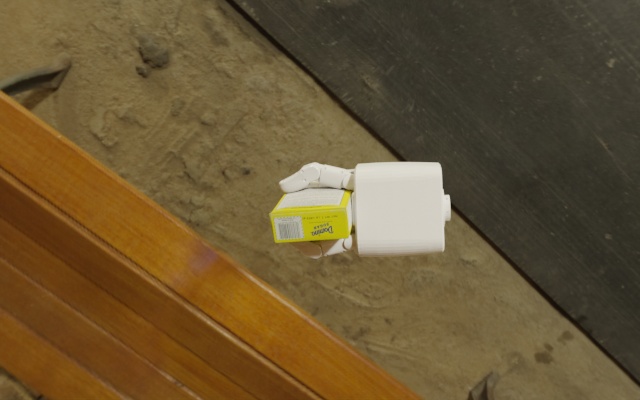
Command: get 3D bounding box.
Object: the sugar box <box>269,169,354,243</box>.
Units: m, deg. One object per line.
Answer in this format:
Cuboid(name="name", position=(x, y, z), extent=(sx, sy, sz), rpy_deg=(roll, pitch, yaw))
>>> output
Cuboid(name="sugar box", position=(0.000, 0.003, 0.635), extent=(0.093, 0.048, 0.176), rpy_deg=(-4, 15, 11))
